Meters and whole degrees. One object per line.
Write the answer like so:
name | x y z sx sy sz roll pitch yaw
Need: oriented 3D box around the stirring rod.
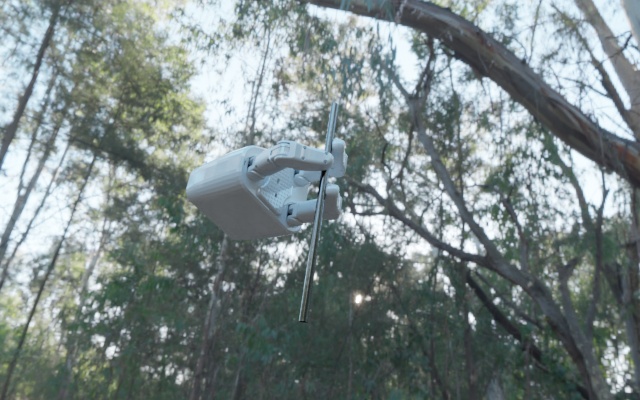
stirring rod | 0.000 0.002 0.483 0.011 0.239 0.011 7 -24 3
